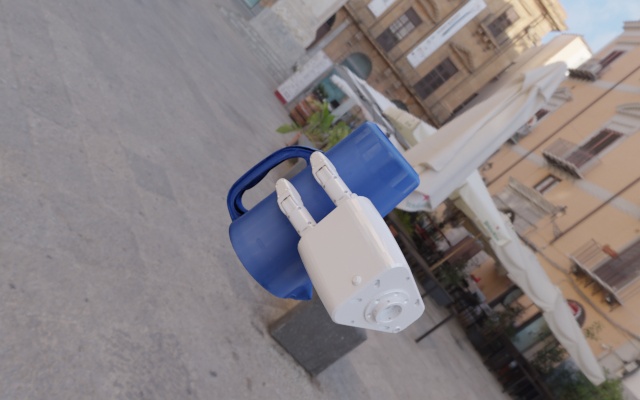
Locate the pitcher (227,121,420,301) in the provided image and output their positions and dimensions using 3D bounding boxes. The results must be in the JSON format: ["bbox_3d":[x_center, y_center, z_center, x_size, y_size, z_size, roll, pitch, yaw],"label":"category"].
[{"bbox_3d":[0.000,0.002,0.635,0.149,0.243,0.145,41,14,-39],"label":"pitcher"}]
